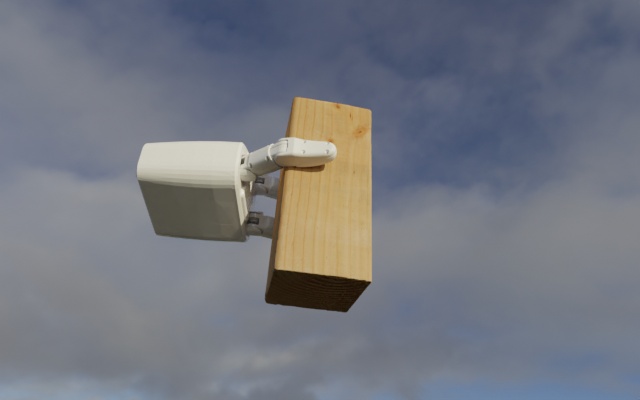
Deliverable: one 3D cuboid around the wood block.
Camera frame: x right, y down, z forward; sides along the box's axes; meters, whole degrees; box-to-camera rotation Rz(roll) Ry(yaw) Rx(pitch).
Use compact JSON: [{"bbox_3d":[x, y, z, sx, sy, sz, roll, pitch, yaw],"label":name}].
[{"bbox_3d":[0.000,0.001,0.508,0.090,0.206,0.091,9,-32,-8],"label":"wood block"}]
